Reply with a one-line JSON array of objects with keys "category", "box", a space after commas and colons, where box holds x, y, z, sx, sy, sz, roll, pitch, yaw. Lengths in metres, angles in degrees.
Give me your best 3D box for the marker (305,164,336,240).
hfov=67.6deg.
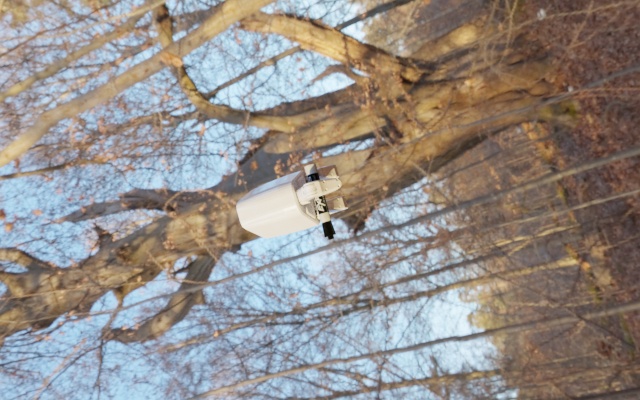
[{"category": "marker", "box": [0.000, 0.002, 0.745, 0.020, 0.121, 0.020, -16, -5, -2]}]
